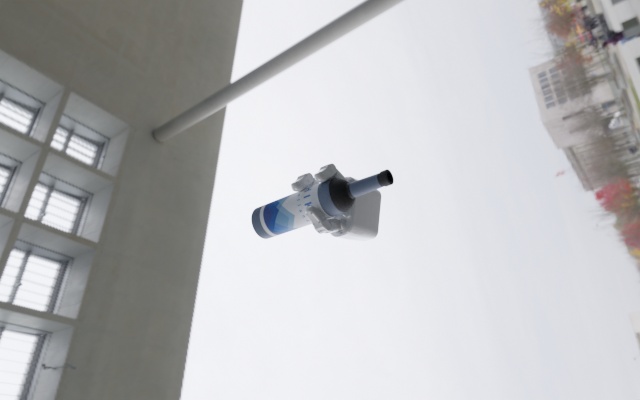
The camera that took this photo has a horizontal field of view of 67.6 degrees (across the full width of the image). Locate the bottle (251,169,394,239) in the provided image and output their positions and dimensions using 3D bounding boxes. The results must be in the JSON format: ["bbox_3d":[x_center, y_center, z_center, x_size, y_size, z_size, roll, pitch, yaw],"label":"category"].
[{"bbox_3d":[0.000,0.003,0.880,0.296,0.069,0.069,-20,-11,33],"label":"bottle"}]
